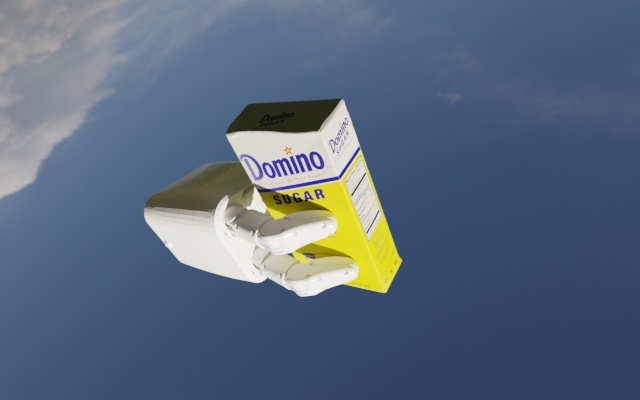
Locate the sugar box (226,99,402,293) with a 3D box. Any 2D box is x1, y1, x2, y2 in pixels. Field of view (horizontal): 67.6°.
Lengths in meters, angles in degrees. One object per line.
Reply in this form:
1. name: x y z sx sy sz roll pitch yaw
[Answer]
1. sugar box: 0.000 0.002 0.400 0.093 0.048 0.176 5 -42 34
